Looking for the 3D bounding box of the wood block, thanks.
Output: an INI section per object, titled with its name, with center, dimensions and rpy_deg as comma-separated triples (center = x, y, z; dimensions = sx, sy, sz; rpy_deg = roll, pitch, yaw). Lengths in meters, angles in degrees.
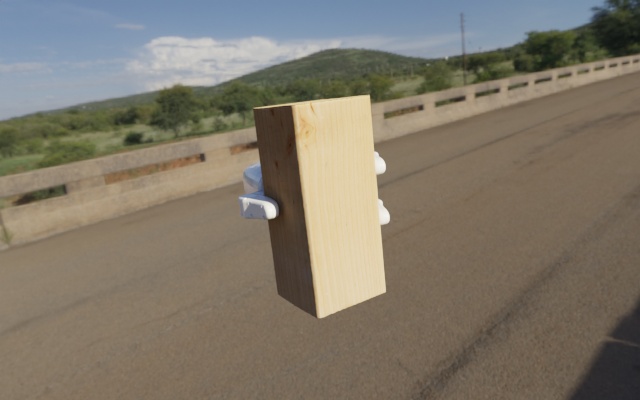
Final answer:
[wood block]
center = 0.000, 0.002, 0.498
dimensions = 0.091, 0.206, 0.090
rpy_deg = -14, 15, -31
